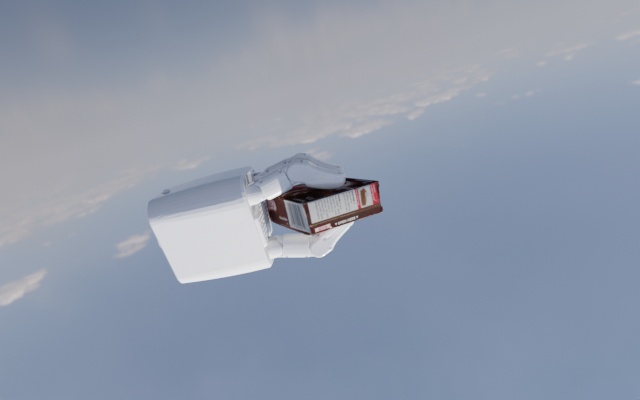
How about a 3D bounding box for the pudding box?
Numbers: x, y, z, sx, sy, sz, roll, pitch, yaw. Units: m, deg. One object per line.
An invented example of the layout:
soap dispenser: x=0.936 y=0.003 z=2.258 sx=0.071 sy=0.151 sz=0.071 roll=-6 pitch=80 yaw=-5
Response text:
pudding box: x=0.000 y=0.002 z=0.523 sx=0.090 sy=0.039 sz=0.113 roll=-18 pitch=15 yaw=-24
